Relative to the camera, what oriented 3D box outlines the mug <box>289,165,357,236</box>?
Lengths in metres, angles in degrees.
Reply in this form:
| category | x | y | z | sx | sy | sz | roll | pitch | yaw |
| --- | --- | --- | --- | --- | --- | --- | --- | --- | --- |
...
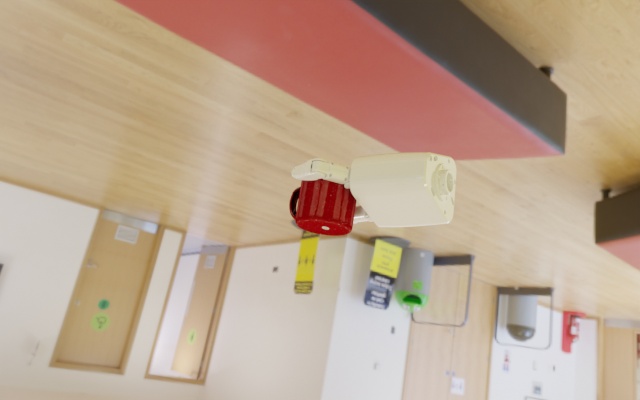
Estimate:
| category | x | y | z | sx | sy | sz | roll | pitch | yaw |
| --- | --- | --- | --- | --- | --- | --- | --- | --- | --- |
| mug | -0.001 | 0.003 | 0.686 | 0.117 | 0.081 | 0.093 | -5 | -22 | 37 |
